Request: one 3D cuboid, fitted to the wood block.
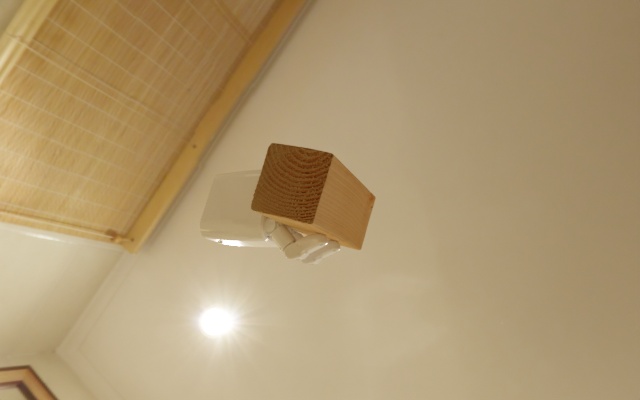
[{"bbox_3d":[0.000,0.002,0.665,0.090,0.091,0.206,12,-9,23],"label":"wood block"}]
